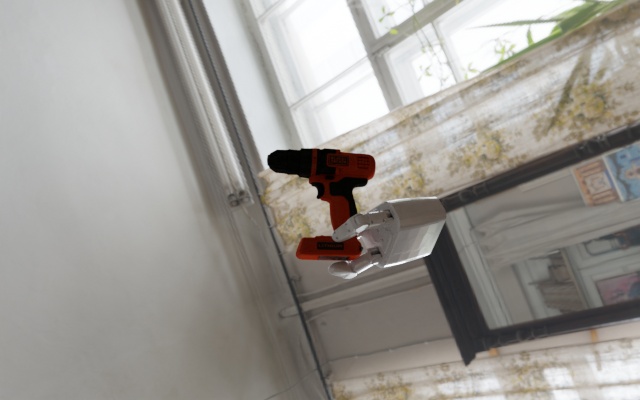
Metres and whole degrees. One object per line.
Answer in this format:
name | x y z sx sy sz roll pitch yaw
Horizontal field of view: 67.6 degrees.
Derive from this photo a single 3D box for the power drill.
power drill | 0.000 0.003 0.787 0.184 0.187 0.057 3 -15 -3
